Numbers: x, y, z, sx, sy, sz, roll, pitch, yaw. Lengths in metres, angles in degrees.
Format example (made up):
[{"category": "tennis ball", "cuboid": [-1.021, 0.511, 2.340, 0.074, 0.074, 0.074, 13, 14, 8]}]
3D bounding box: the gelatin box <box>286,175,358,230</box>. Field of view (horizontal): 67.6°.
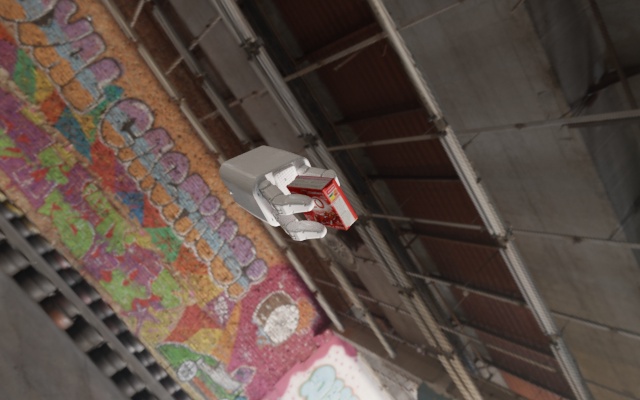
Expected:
[{"category": "gelatin box", "cuboid": [0.001, 0.002, 0.678, 0.089, 0.073, 0.030, 7, 46, 51]}]
